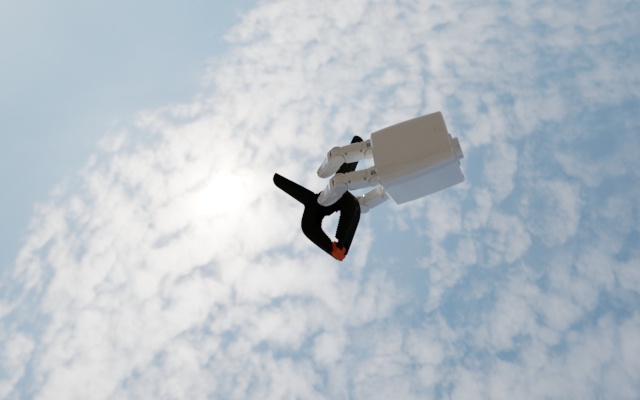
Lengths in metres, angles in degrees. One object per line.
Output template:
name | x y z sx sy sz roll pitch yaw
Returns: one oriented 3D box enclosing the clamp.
clamp | 0.001 0.003 0.732 0.164 0.209 0.036 -19 -41 18
